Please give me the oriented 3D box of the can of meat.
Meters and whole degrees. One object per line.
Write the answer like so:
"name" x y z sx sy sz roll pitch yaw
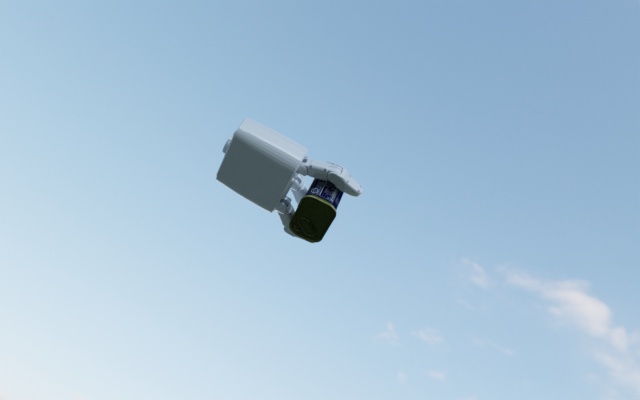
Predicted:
"can of meat" 0.000 0.002 0.746 0.057 0.084 0.102 26 -41 -1
